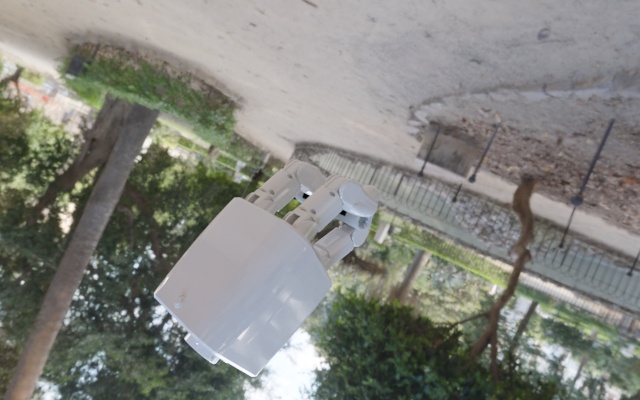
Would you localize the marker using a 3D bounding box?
[{"bbox_3d":[0.000,0.002,0.473,0.020,0.020,0.121,0,16,-43],"label":"marker"}]
